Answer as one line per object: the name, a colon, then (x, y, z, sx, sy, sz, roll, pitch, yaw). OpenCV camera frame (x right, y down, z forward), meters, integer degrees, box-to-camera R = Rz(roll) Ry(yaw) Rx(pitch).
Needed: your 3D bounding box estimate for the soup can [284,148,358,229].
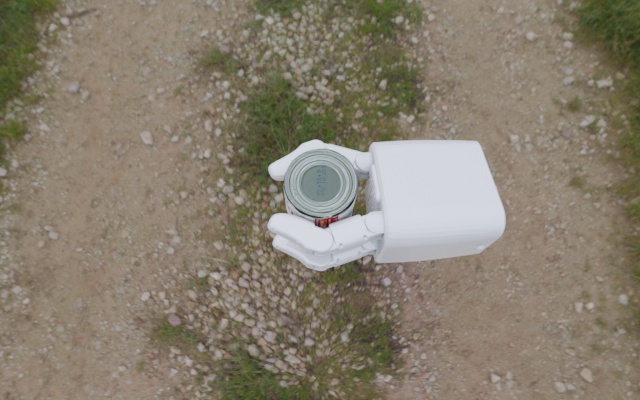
soup can: (0.000, 0.001, 0.462, 0.068, 0.068, 0.102, 0, -20, -1)
